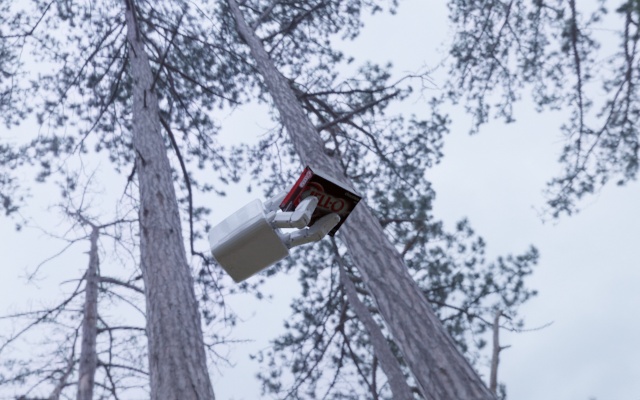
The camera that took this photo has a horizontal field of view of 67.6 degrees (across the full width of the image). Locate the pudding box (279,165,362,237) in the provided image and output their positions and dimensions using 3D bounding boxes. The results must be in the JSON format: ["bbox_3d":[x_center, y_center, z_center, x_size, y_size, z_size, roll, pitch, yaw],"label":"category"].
[{"bbox_3d":[0.000,0.003,0.808,0.113,0.090,0.039,24,20,-36],"label":"pudding box"}]
